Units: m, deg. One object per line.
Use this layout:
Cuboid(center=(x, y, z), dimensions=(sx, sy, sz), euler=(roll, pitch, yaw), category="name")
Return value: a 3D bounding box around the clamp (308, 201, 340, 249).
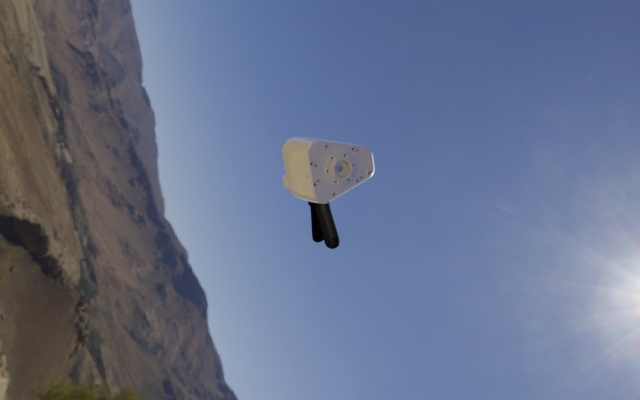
Cuboid(center=(0.001, 0.002, 0.824), dimensions=(0.039, 0.171, 0.120), euler=(-13, 13, -18), category="clamp")
